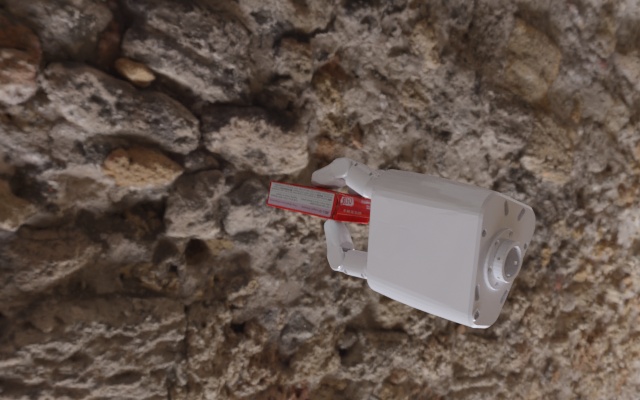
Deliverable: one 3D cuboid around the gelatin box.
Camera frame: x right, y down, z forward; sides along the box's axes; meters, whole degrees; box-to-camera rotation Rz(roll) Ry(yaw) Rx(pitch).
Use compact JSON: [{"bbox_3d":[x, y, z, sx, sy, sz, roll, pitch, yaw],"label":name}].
[{"bbox_3d":[0.000,0.002,0.507,0.089,0.030,0.073,10,0,35],"label":"gelatin box"}]
